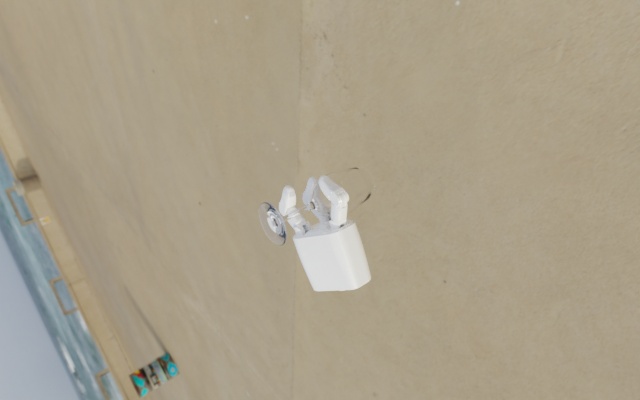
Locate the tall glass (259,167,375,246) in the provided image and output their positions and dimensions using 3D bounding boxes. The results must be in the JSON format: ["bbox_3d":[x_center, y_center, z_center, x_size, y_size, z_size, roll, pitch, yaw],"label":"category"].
[{"bbox_3d":[0.000,0.003,0.806,0.201,0.079,0.079,-25,14,-32],"label":"tall glass"}]
